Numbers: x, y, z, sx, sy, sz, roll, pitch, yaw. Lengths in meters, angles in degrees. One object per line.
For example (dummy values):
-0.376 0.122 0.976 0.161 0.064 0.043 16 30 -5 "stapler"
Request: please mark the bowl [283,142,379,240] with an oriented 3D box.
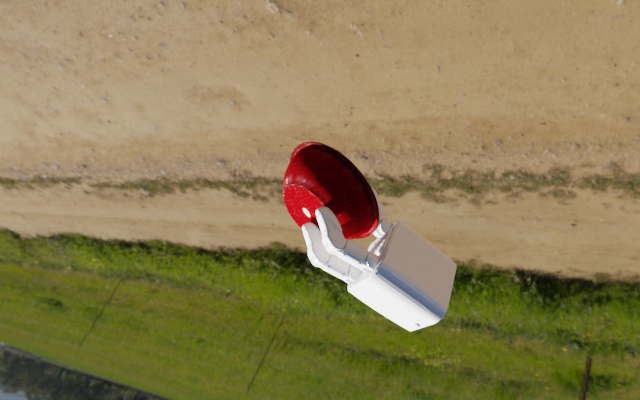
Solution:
-0.001 0.002 0.656 0.055 0.162 0.162 -40 23 -31 "bowl"
